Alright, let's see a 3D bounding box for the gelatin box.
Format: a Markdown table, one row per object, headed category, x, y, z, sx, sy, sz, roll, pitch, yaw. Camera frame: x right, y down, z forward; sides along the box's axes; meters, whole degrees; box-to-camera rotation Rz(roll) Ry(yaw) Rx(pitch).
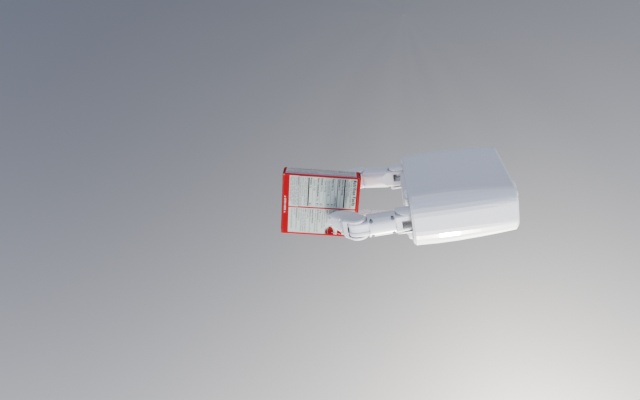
| category | x | y | z | sx | sy | sz | roll | pitch | yaw |
| --- | --- | --- | --- | --- | --- | --- | --- | --- | --- |
| gelatin box | 0.000 | 0.002 | 0.550 | 0.089 | 0.073 | 0.030 | 3 | 20 | 0 |
